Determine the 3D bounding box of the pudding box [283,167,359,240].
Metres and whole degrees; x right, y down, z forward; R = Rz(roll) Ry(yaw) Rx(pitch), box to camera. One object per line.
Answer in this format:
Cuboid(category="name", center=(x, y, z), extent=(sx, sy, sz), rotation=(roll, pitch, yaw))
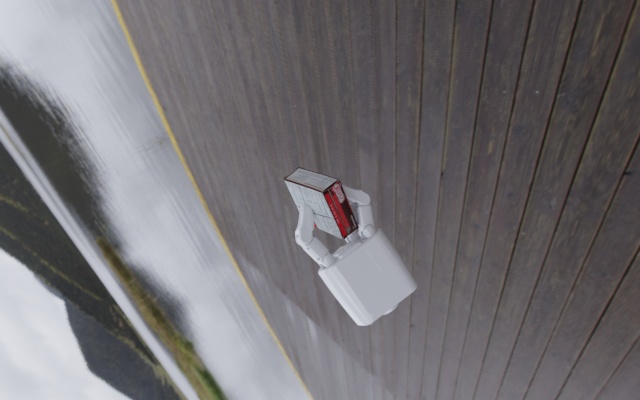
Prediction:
Cuboid(category="pudding box", center=(0.000, 0.003, 0.730), extent=(0.039, 0.090, 0.113), rotation=(-37, 31, -24))
